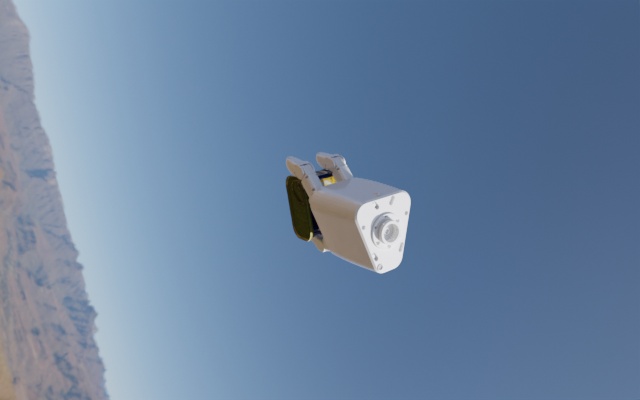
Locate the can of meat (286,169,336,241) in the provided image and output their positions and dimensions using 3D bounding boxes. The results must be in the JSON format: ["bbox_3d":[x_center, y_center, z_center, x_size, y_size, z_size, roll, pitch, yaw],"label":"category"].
[{"bbox_3d":[0.000,0.002,0.748,0.084,0.102,0.057,-16,15,-28],"label":"can of meat"}]
